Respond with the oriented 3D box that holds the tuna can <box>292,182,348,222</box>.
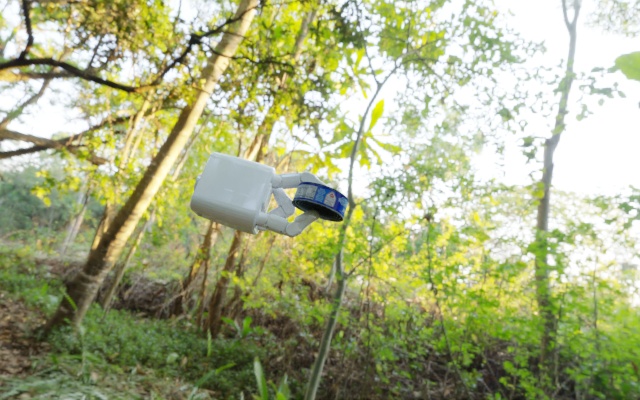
[{"bbox_3d":[0.000,0.002,0.752,0.086,0.033,0.086,18,-15,5],"label":"tuna can"}]
